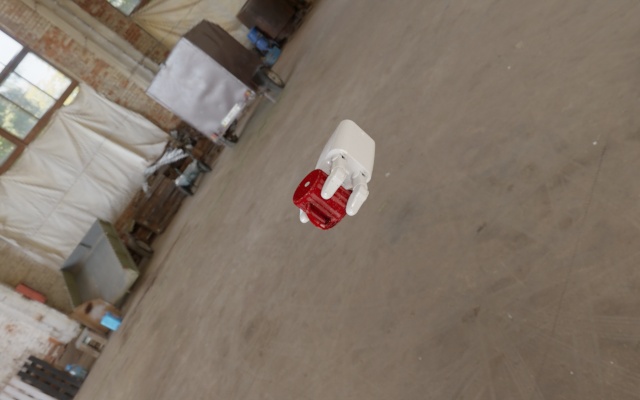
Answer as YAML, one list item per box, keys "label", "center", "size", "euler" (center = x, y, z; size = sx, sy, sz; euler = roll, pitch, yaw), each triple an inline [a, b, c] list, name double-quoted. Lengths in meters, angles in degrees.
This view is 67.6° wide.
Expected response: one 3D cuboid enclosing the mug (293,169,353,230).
- label: "mug"
  center: [0.000, 0.004, 0.881]
  size: [0.081, 0.117, 0.093]
  euler: [38, -50, -20]
